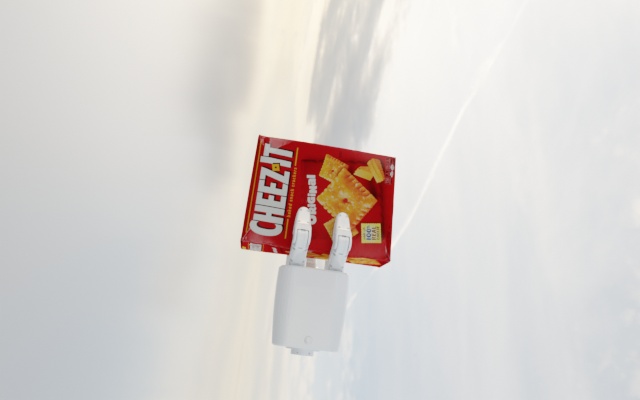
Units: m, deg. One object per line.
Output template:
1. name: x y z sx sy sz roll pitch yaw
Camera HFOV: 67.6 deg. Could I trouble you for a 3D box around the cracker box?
1. cracker box: 0.000 0.002 0.707 0.214 0.164 0.072 9 -17 -7
